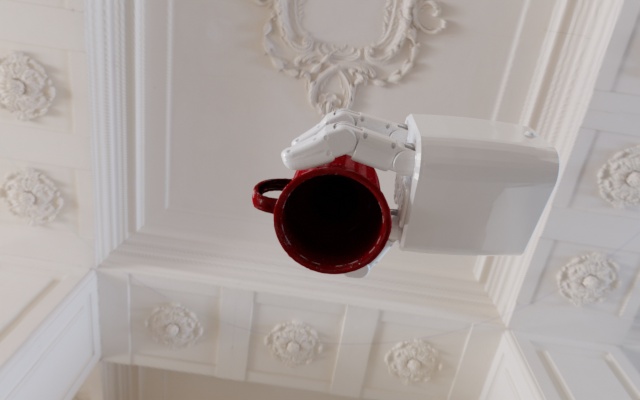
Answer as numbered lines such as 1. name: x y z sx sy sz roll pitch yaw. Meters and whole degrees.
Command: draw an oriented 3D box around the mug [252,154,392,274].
1. mug: -0.001 0.001 0.411 0.117 0.093 0.081 6 23 2
